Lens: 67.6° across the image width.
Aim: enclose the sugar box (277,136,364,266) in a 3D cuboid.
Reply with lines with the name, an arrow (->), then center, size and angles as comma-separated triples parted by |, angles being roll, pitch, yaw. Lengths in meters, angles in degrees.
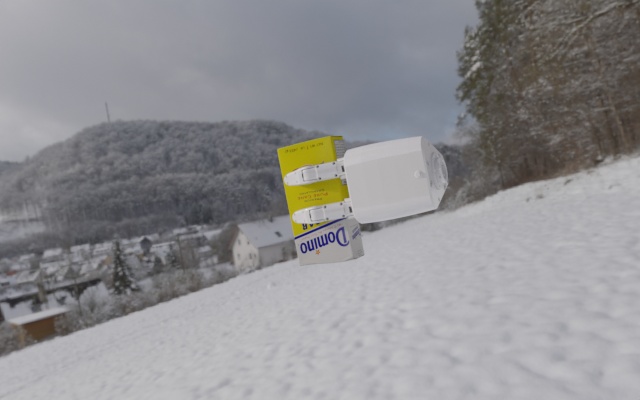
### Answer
sugar box -> 0.000, 0.002, 0.690 | 0.093, 0.176, 0.048 | -11, 0, 28
